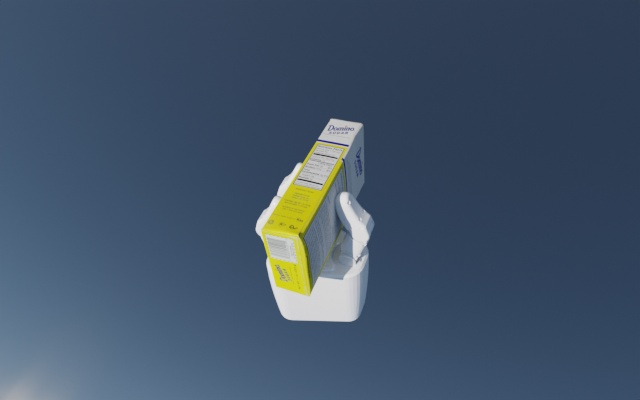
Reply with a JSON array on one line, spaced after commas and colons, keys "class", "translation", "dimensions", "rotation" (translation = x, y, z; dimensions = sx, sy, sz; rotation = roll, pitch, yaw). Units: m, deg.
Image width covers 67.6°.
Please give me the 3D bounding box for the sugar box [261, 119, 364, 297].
[{"class": "sugar box", "translation": [0.000, 0.002, 0.507], "dimensions": [0.048, 0.093, 0.176], "rotation": [11, 47, 17]}]
